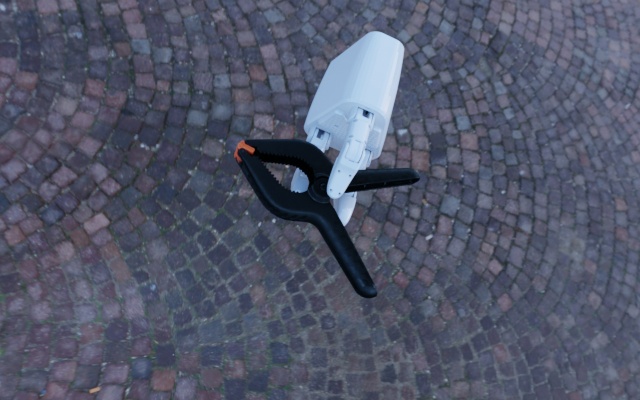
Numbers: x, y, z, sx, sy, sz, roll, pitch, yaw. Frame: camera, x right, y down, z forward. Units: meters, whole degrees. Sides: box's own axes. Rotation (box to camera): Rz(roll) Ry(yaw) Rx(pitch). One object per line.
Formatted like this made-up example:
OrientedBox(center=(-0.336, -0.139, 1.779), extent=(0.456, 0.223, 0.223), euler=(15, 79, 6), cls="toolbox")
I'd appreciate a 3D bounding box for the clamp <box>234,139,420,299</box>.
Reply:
OrientedBox(center=(0.000, 0.001, 0.518), extent=(0.210, 0.164, 0.036), euler=(22, -26, -9), cls="clamp")
